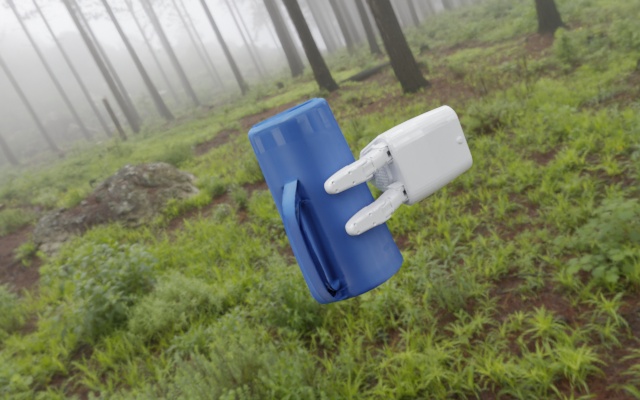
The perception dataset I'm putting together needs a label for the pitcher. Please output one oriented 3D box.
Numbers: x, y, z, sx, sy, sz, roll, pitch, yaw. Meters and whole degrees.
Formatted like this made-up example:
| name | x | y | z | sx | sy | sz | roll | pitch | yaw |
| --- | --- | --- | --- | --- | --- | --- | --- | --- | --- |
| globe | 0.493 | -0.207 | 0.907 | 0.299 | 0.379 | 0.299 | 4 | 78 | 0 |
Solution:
| name | x | y | z | sx | sy | sz | roll | pitch | yaw |
| --- | --- | --- | --- | --- | --- | --- | --- | --- | --- |
| pitcher | 0.000 | 0.002 | 0.610 | 0.145 | 0.243 | 0.149 | -28 | 13 | -15 |
